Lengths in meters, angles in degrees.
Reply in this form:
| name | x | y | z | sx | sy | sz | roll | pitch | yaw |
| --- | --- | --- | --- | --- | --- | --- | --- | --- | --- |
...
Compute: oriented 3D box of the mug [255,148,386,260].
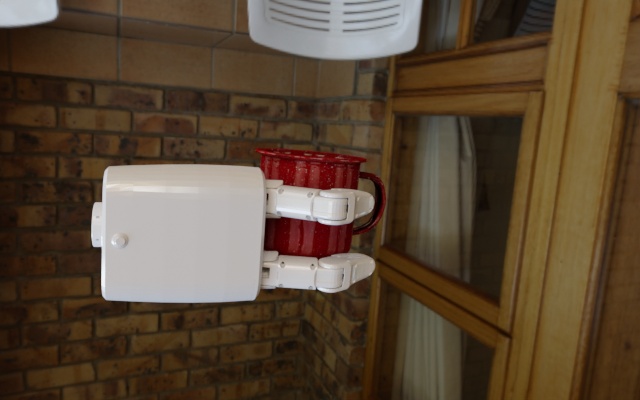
| name | x | y | z | sx | sy | sz | roll | pitch | yaw |
| --- | --- | --- | --- | --- | --- | --- | --- | --- | --- |
| mug | 0.001 | 0.002 | 0.406 | 0.117 | 0.081 | 0.093 | 2 | 9 | -20 |
